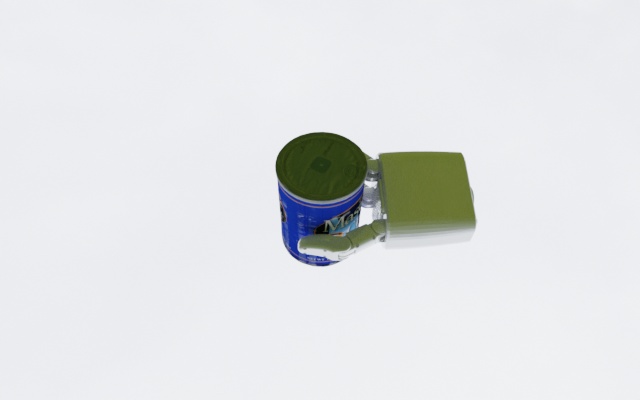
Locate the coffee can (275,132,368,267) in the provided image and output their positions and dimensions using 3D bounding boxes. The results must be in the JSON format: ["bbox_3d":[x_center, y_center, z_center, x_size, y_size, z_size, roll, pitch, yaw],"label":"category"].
[{"bbox_3d":[0.000,0.002,0.582,0.103,0.102,0.140,0,-37,-1],"label":"coffee can"}]
